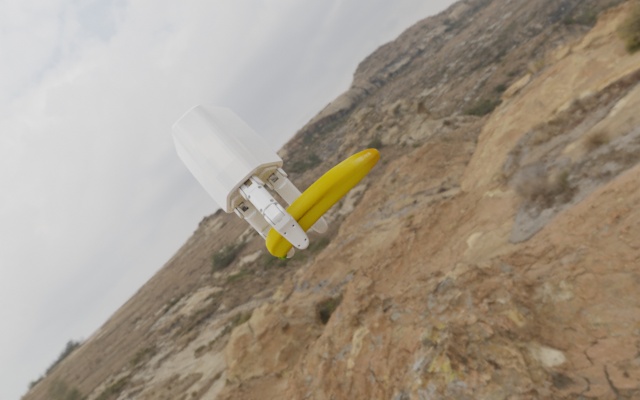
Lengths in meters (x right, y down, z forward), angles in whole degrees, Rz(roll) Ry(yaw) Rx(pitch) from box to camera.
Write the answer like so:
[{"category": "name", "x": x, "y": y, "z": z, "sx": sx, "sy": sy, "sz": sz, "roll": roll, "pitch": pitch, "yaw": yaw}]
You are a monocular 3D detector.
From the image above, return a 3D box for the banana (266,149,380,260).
[{"category": "banana", "x": -0.009, "y": 0.007, "z": 0.577, "sx": 0.198, "sy": 0.037, "sz": 0.069, "roll": -46, "pitch": -8, "yaw": 22}]
